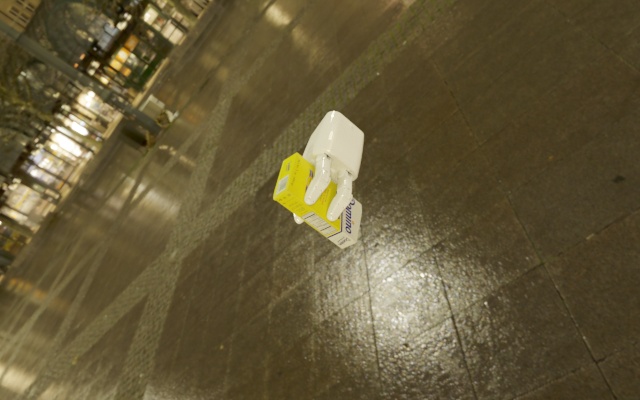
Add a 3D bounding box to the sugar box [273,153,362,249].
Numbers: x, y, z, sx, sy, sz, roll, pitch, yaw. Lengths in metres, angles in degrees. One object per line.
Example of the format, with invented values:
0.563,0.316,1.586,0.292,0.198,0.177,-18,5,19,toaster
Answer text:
0.000,0.002,0.862,0.176,0.093,0.048,35,-43,-26,sugar box
